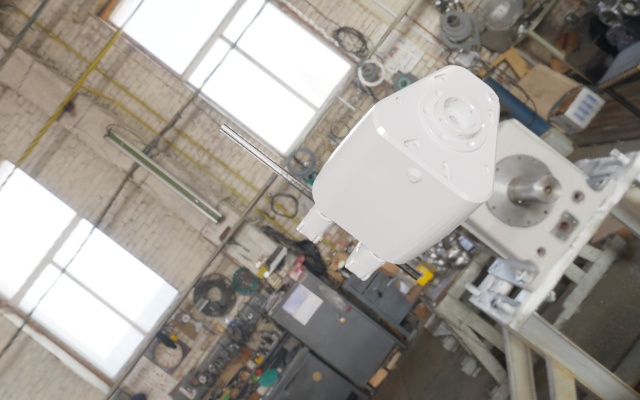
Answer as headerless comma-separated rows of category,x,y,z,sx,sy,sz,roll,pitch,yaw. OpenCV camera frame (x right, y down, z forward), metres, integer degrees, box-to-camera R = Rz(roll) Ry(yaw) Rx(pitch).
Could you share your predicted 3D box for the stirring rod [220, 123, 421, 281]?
stirring rod,0.000,0.002,0.465,0.239,0.011,0.011,38,0,0
